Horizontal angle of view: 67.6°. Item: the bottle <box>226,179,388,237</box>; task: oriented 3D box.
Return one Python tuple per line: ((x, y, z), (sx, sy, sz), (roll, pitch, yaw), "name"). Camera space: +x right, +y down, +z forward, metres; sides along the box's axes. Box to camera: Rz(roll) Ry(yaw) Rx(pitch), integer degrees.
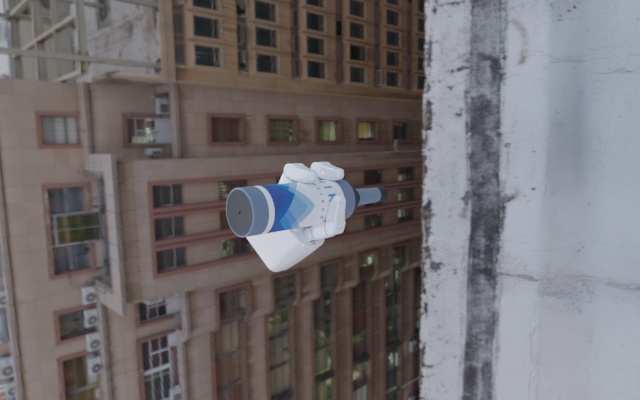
((0.000, 0.002, 0.729), (0.295, 0.069, 0.069), (-7, 5, -43), "bottle")
